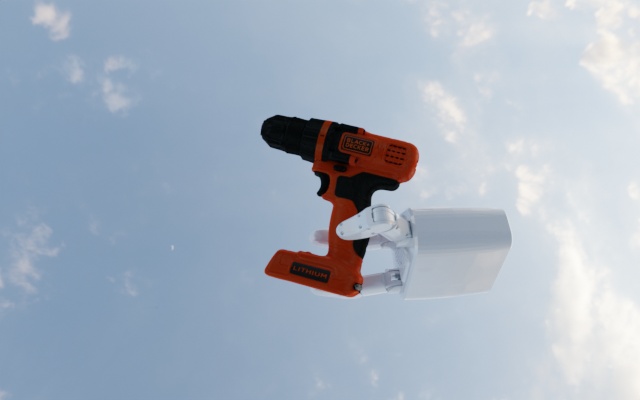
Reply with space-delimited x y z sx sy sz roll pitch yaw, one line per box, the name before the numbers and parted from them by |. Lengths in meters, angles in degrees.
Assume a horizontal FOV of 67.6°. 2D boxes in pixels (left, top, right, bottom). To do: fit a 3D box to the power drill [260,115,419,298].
power drill | 0.000 0.002 0.530 0.184 0.187 0.057 14 -8 13
